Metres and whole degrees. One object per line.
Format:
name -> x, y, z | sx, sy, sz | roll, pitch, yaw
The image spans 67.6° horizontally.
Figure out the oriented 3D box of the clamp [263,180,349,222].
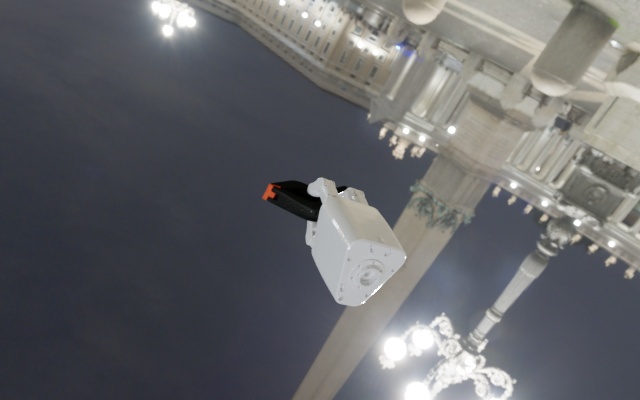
clamp -> -0.001, 0.003, 0.796 | 0.210, 0.036, 0.164 | 17, 23, -27
